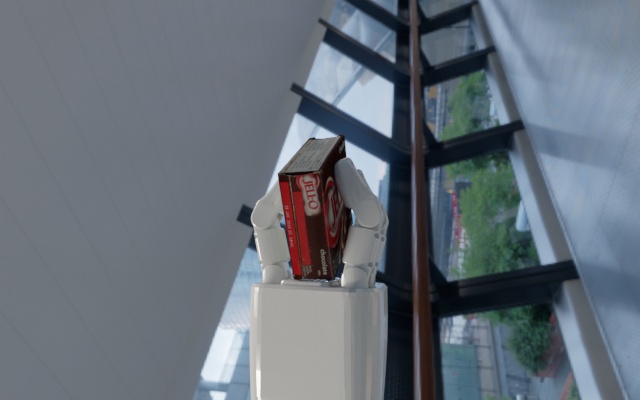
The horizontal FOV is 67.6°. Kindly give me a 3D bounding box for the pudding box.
[{"bbox_3d":[0.000,0.001,0.402,0.039,0.090,0.113,-2,21,10],"label":"pudding box"}]
